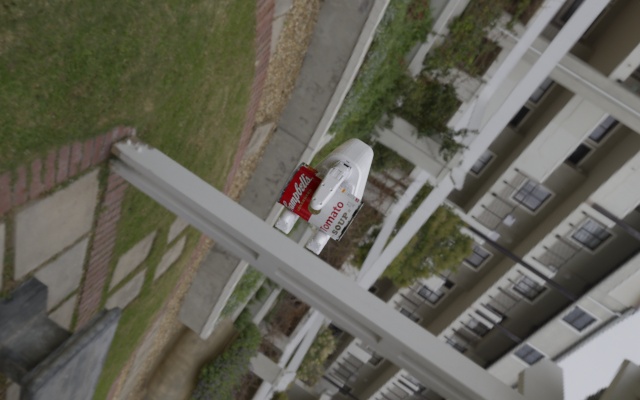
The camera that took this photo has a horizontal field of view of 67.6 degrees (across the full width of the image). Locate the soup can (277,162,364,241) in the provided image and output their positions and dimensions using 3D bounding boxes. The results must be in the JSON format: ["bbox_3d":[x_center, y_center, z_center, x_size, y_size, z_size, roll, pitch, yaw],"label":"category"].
[{"bbox_3d":[0.000,0.002,0.666,0.102,0.068,0.068,34,2,3],"label":"soup can"}]
